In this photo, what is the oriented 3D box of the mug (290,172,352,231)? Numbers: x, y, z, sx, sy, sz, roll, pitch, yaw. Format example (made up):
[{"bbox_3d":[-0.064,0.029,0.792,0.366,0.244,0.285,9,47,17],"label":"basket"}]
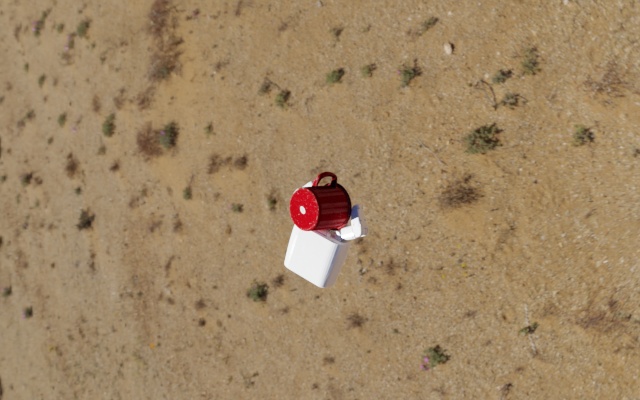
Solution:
[{"bbox_3d":[0.000,0.002,0.883,0.081,0.117,0.093,-5,28,-45],"label":"mug"}]
